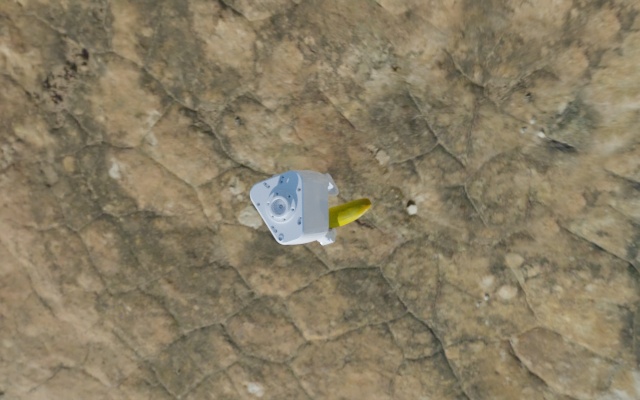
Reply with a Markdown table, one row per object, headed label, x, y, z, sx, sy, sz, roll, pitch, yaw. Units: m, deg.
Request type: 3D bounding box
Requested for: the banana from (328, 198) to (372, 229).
| label | x | y | z | sx | sy | sz | roll | pitch | yaw |
| --- | --- | --- | --- | --- | --- | --- | --- | --- | --- |
| banana | -0.006 | 0.021 | 0.875 | 0.198 | 0.069 | 0.037 | 6 | -8 | 22 |
